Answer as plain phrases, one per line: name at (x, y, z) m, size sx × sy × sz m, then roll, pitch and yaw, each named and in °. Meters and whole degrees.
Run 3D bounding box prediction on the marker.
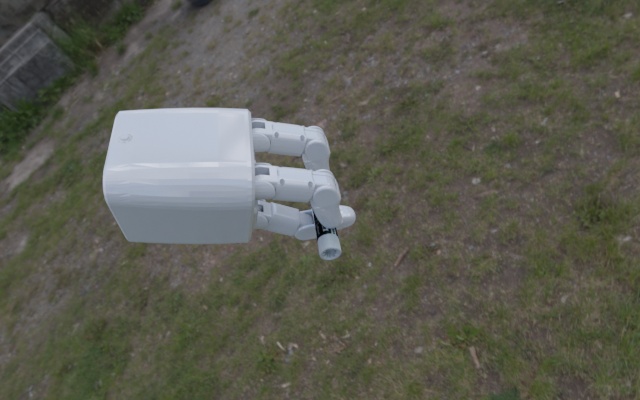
marker at (0.000, 0.001, 0.445) m, size 0.020 × 0.121 × 0.020 m, roll -6°, pitch -42°, yaw -5°
